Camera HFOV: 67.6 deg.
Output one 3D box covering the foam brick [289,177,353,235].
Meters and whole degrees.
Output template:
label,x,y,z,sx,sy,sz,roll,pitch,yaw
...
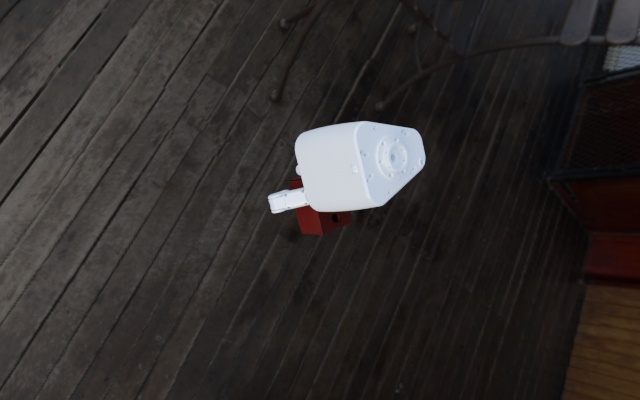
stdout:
label,x,y,z,sx,sy,sz,roll,pitch,yaw
foam brick,0.000,0.002,0.635,0.053,0.078,0.051,-21,11,-38
